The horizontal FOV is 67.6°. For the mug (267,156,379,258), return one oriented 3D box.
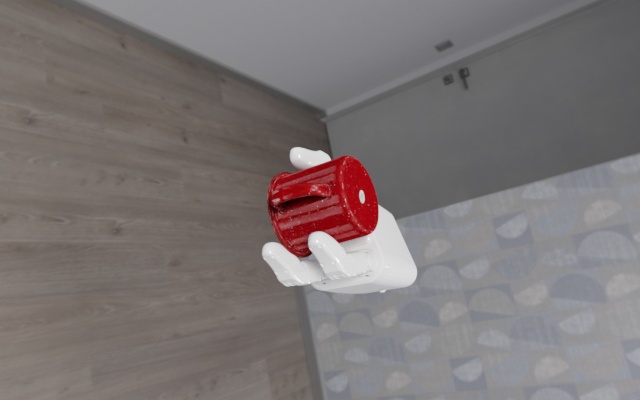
[{"bbox_3d":[-0.001,0.001,0.471,0.081,0.093,0.117,-17,-21,28],"label":"mug"}]
